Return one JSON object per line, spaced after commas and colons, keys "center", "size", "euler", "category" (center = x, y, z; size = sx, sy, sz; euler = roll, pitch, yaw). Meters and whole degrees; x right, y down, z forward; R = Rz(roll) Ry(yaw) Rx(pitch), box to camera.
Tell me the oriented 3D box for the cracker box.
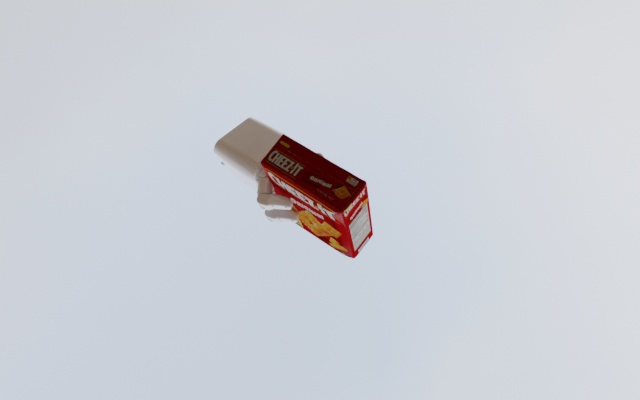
{"center": [0.000, 0.003, 0.815], "size": [0.164, 0.072, 0.214], "euler": [31, -17, 21], "category": "cracker box"}
